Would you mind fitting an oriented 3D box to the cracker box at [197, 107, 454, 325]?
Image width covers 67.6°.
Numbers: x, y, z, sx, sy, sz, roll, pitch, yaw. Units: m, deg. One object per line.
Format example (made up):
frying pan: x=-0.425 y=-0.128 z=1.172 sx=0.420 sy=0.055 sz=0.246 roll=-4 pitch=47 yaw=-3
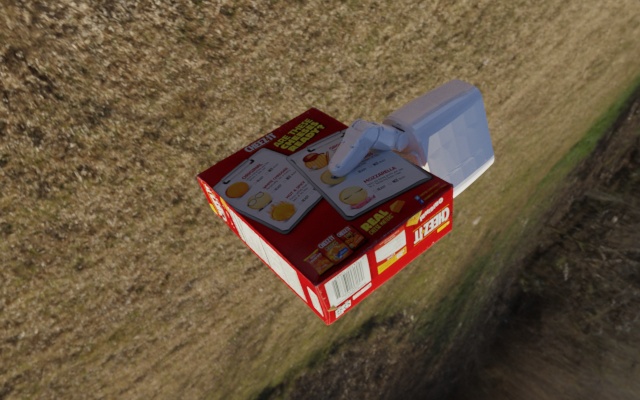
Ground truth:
cracker box: x=0.000 y=0.002 z=0.491 sx=0.164 sy=0.072 sz=0.213 roll=-34 pitch=46 yaw=-22
